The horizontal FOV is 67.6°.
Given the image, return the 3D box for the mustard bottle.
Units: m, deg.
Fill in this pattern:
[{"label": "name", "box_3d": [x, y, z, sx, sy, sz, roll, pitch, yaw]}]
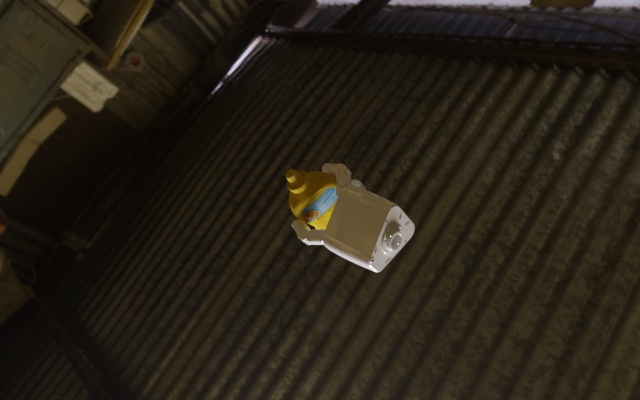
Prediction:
[{"label": "mustard bottle", "box_3d": [0.000, 0.003, 0.852, 0.192, 0.096, 0.058, 43, 10, -44]}]
